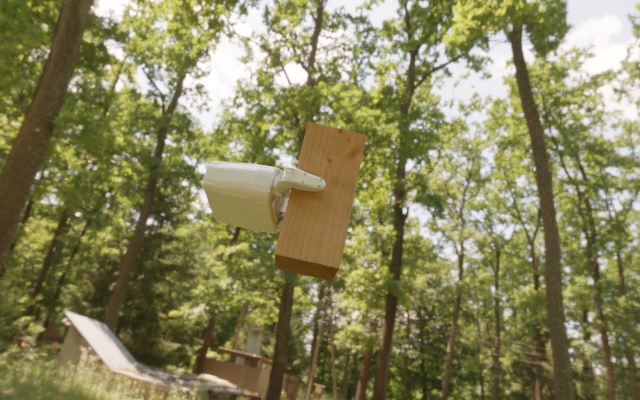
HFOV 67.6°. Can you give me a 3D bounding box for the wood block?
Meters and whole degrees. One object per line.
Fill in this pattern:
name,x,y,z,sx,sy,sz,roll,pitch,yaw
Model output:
wood block,0.000,0.002,0.704,0.090,0.206,0.091,13,-20,-1
